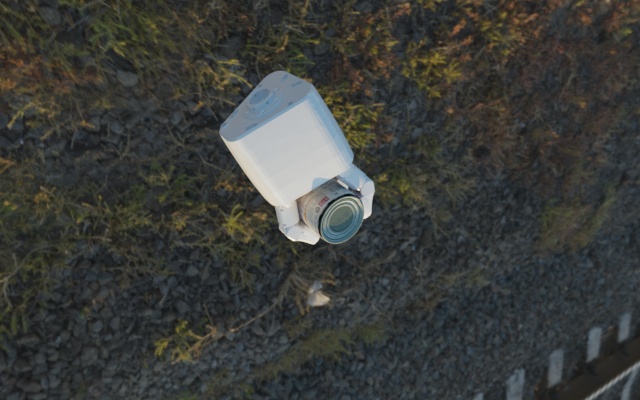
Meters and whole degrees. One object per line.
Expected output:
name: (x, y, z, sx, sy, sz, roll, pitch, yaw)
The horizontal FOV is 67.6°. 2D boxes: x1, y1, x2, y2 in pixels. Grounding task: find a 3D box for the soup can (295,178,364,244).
soup can: (0.000, 0.003, 0.607, 0.068, 0.068, 0.102, 0, 25, -36)
